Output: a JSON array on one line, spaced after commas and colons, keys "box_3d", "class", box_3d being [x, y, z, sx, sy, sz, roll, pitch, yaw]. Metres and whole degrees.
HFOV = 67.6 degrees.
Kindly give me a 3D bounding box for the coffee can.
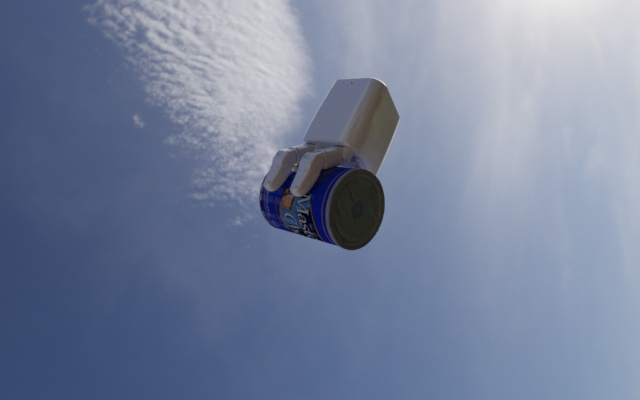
[{"box_3d": [0.000, 0.002, 0.641, 0.103, 0.103, 0.140, 0, 8, -43], "class": "coffee can"}]
